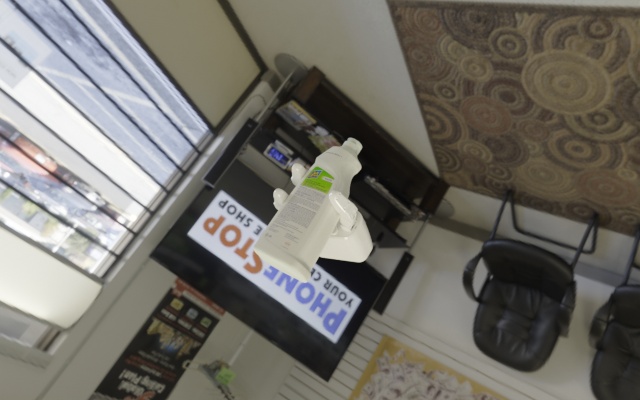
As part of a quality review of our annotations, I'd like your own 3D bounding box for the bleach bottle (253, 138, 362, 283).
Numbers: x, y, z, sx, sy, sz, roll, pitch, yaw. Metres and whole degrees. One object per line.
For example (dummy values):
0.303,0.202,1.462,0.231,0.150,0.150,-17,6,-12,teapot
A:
0.000,0.003,0.780,0.102,0.250,0.068,22,-21,31,bleach bottle
